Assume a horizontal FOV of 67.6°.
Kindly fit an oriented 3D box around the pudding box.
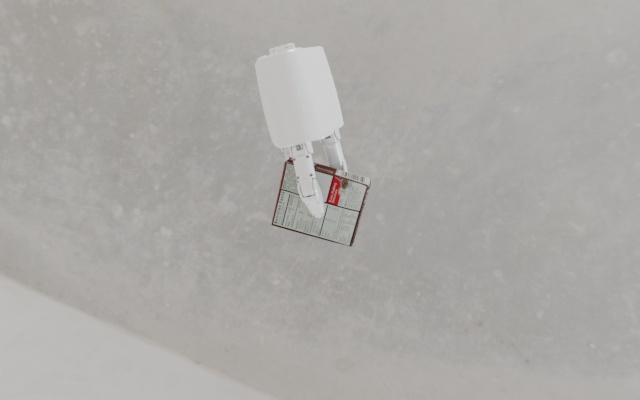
[{"bbox_3d":[0.000,0.002,0.624,0.113,0.090,0.039,16,17,4],"label":"pudding box"}]
